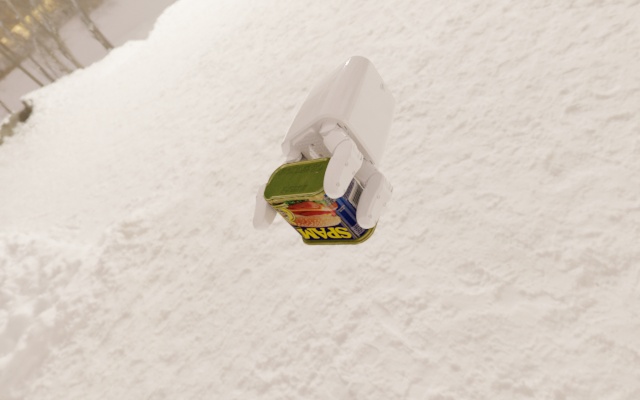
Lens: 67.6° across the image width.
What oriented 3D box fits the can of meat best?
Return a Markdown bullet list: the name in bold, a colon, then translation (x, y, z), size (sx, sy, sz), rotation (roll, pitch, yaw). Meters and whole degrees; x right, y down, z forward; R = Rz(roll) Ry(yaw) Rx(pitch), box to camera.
- **can of meat**: translation (0.000, 0.002, 0.514), size (0.102, 0.057, 0.084), rotation (-5, -41, 41)
